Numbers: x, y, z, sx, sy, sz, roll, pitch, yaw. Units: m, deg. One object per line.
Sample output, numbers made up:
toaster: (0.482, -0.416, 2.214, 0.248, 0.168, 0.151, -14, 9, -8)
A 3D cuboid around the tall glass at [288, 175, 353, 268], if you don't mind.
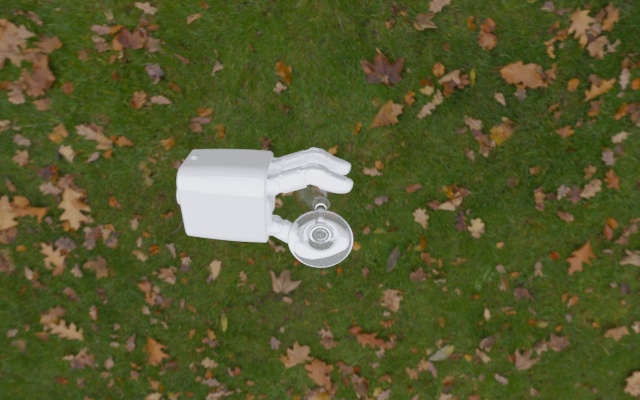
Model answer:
tall glass: (0.000, 0.002, 0.627, 0.079, 0.079, 0.201, 0, 25, 1)
